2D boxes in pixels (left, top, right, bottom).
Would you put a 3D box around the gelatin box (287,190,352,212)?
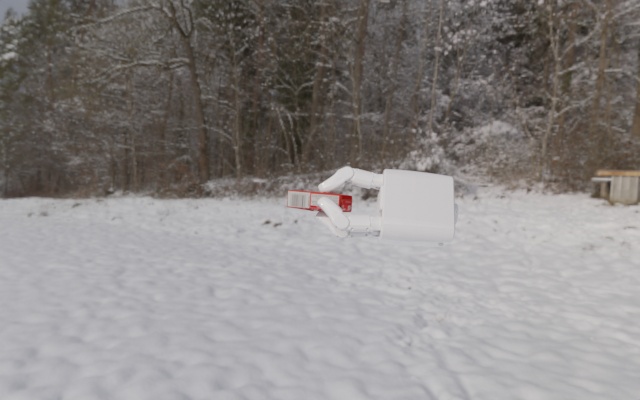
[{"bbox_3d":[0.000,0.002,0.762,0.089,0.030,0.073,5,0,16],"label":"gelatin box"}]
